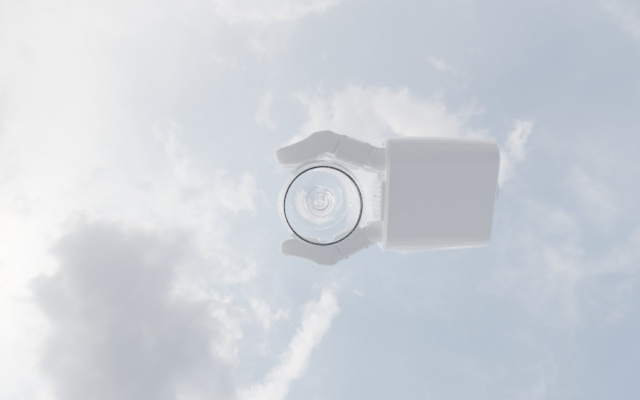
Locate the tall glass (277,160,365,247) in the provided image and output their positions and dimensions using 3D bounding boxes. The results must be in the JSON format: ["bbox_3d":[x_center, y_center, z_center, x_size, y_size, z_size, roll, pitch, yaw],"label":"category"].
[{"bbox_3d":[0.000,0.002,0.464,0.079,0.079,0.201,0,2,-1],"label":"tall glass"}]
